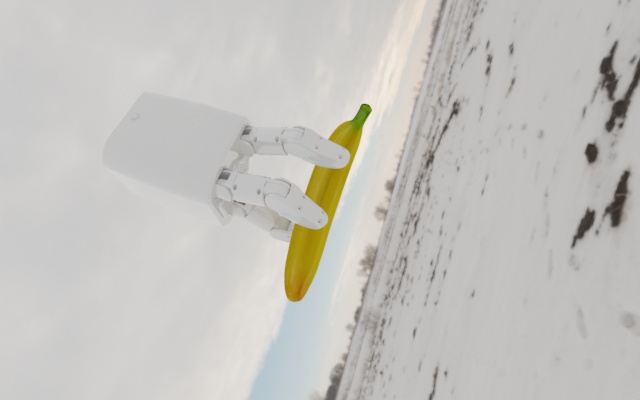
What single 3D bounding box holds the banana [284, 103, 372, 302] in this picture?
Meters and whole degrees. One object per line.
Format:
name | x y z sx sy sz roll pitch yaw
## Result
banana | 0.000 0.001 0.468 0.037 0.197 0.069 19 -9 1
